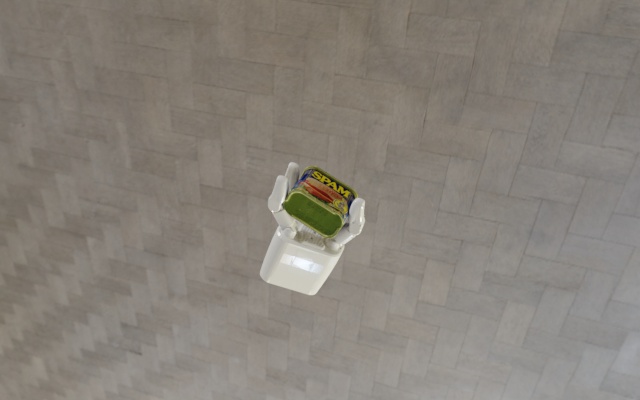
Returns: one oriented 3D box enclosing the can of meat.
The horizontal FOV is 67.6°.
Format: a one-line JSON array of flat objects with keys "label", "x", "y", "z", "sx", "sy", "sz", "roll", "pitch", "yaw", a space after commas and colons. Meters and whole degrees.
[{"label": "can of meat", "x": 0.000, "y": 0.003, "z": 0.757, "sx": 0.102, "sy": 0.057, "sz": 0.084, "roll": 32, "pitch": 34, "yaw": 0}]
